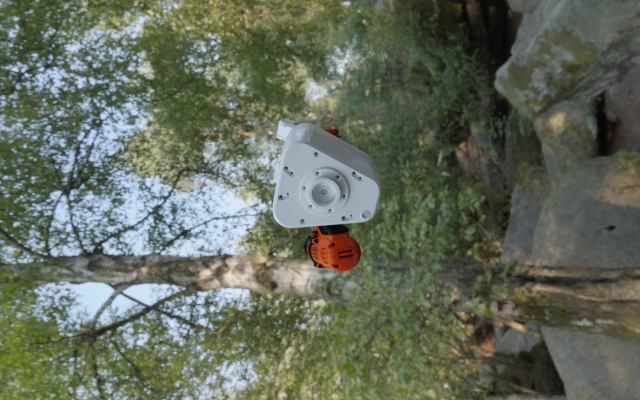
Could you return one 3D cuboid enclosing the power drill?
[{"bbox_3d":[0.000,0.002,0.666,0.057,0.187,0.184,-11,1,-15],"label":"power drill"}]
